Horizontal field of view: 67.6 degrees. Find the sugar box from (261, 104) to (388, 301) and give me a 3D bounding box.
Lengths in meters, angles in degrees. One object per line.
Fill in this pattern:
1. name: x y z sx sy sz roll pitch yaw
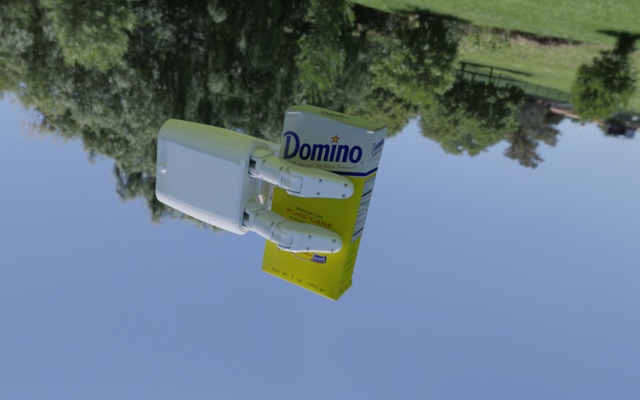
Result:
1. sugar box: 0.000 0.002 0.473 0.093 0.176 0.048 18 23 20
